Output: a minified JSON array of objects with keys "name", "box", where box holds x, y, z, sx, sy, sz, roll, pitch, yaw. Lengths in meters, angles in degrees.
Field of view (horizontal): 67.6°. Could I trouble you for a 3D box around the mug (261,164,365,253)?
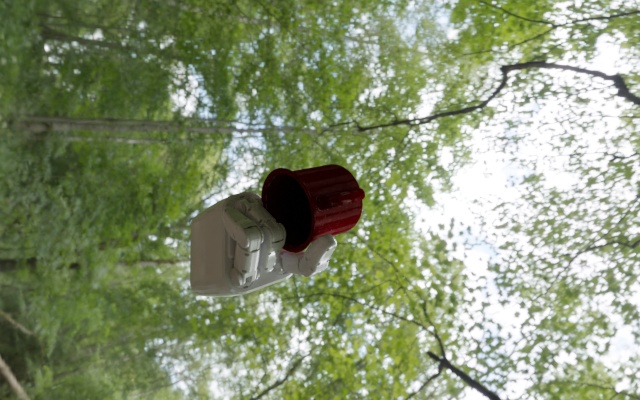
[{"name":"mug","box":[0.001,0.001,0.527,0.081,0.093,0.117,-14,-1,-40]}]
